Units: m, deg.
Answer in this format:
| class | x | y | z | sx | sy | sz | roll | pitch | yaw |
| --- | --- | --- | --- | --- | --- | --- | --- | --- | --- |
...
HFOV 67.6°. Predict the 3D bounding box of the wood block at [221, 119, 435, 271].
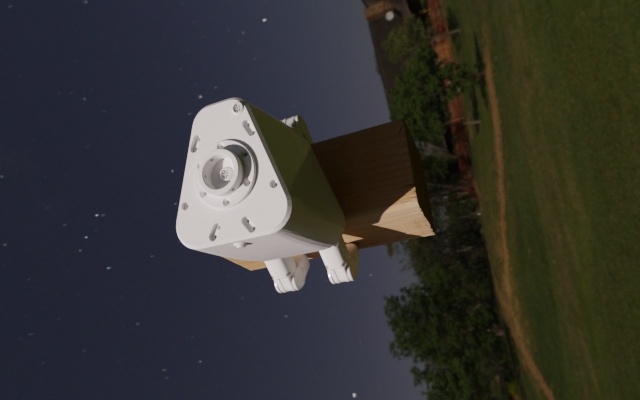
| class | x | y | z | sx | sy | sz | roll | pitch | yaw |
| --- | --- | --- | --- | --- | --- | --- | --- | --- | --- |
| wood block | 0.000 | 0.001 | 0.484 | 0.206 | 0.090 | 0.090 | -13 | -25 | 18 |
